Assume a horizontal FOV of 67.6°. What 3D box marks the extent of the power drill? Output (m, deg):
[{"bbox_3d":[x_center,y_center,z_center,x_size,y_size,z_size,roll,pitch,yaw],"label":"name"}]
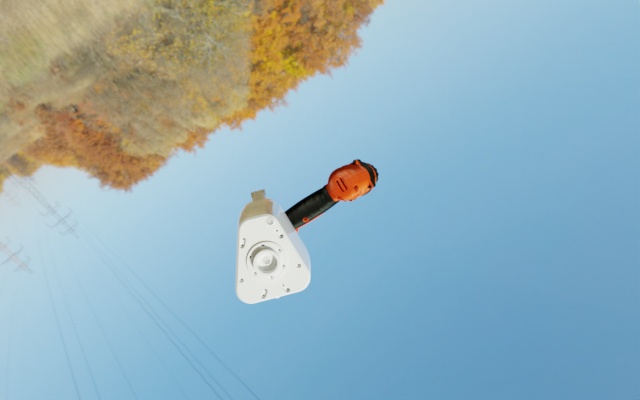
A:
[{"bbox_3d":[0.000,0.003,0.732,0.188,0.057,0.184,-35,-5,18],"label":"power drill"}]
